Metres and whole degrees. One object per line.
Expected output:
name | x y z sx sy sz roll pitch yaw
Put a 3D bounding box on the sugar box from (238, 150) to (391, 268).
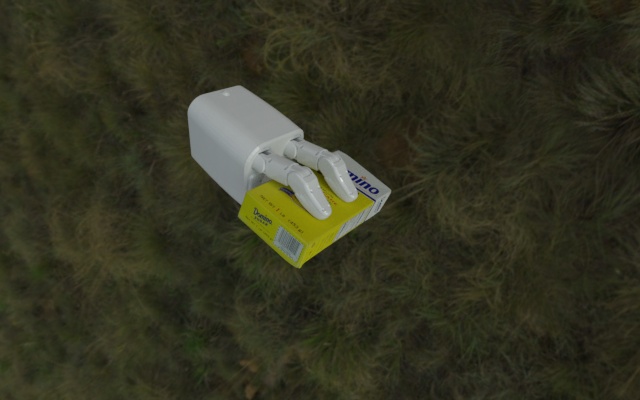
sugar box | 0.000 0.001 0.560 0.093 0.048 0.176 40 42 17
